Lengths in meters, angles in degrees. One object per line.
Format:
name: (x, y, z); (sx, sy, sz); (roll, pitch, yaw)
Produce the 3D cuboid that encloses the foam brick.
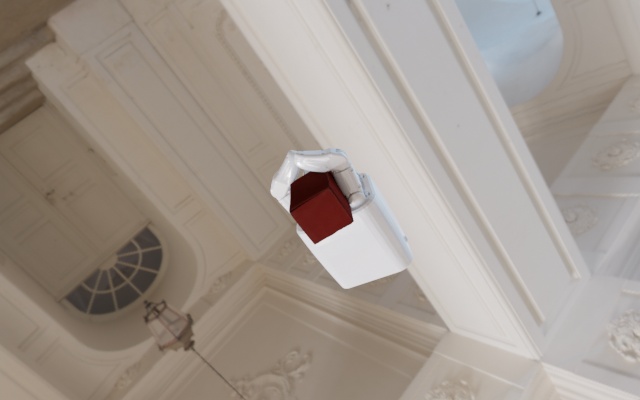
foam brick: (0.000, 0.002, 0.538); (0.053, 0.051, 0.078); (-30, 22, 12)
